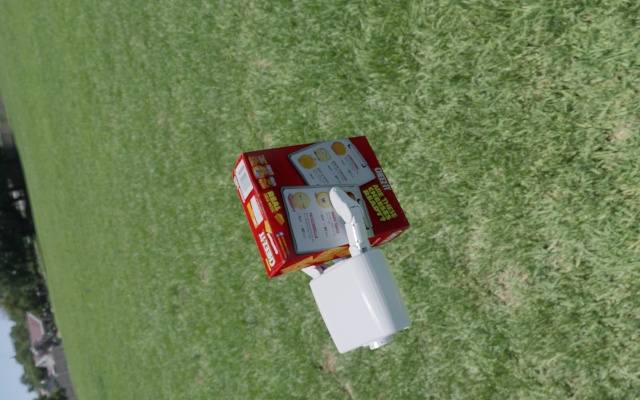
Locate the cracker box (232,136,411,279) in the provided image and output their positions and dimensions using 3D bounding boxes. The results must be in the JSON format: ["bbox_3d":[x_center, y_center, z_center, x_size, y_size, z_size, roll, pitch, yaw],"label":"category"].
[{"bbox_3d":[0.000,0.002,0.688,0.213,0.164,0.072,-12,-21,-32],"label":"cracker box"}]
